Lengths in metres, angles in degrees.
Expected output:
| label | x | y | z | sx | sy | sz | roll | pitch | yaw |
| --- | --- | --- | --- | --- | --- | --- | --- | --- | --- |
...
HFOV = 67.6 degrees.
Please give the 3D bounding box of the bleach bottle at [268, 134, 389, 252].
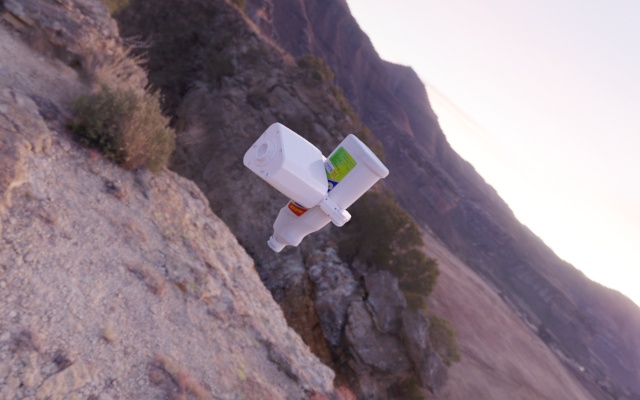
| label | x | y | z | sx | sy | sz | roll | pitch | yaw |
| --- | --- | --- | --- | --- | --- | --- | --- | --- | --- |
| bleach bottle | 0.000 | 0.003 | 0.856 | 0.068 | 0.251 | 0.102 | 33 | 17 | -41 |
